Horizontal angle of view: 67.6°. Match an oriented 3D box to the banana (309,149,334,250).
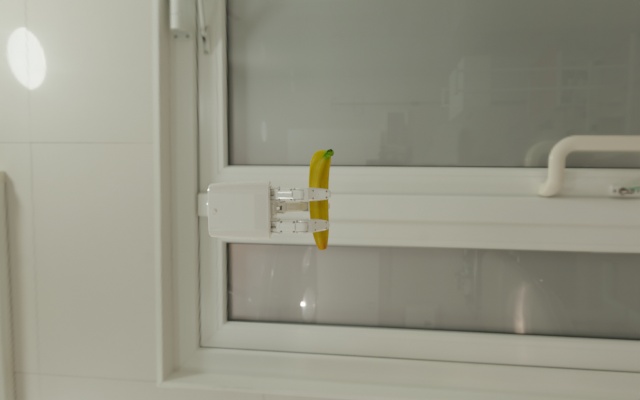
[{"bbox_3d":[-0.002,-0.009,0.845,0.037,0.198,0.069,-1,28,-6],"label":"banana"}]
